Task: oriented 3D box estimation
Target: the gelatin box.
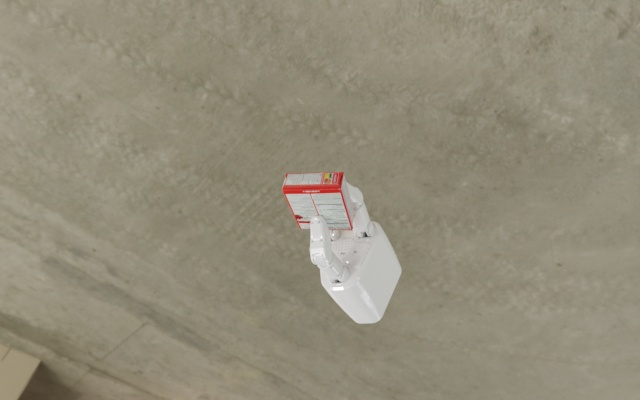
[{"bbox_3d":[0.000,0.002,0.600,0.073,0.030,0.089,-1,-37,16],"label":"gelatin box"}]
